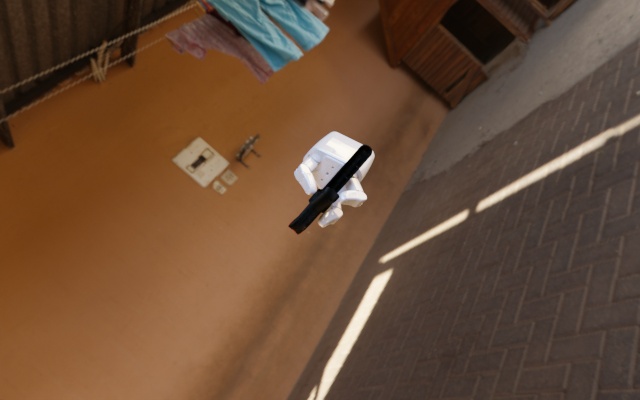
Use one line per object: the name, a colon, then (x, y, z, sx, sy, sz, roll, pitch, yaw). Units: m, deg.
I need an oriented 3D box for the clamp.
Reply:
clamp: (-0.001, 0.002, 0.829, 0.210, 0.036, 0.164, -47, 2, 35)
